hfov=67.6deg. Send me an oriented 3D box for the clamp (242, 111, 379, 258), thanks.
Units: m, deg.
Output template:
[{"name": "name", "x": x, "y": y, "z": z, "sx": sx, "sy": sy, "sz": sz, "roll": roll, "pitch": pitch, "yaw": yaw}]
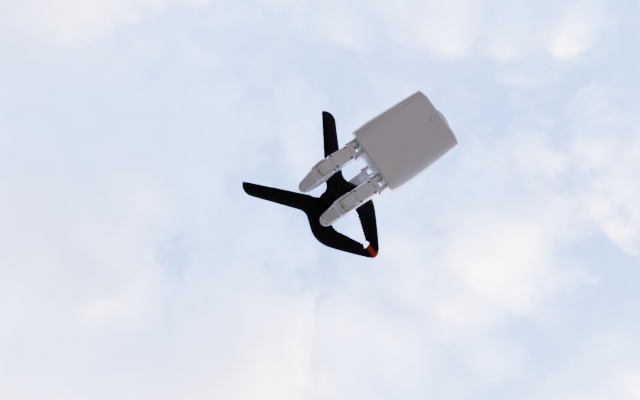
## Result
[{"name": "clamp", "x": 0.001, "y": 0.003, "z": 0.664, "sx": 0.164, "sy": 0.210, "sz": 0.036, "roll": -35, "pitch": -9, "yaw": 6}]
